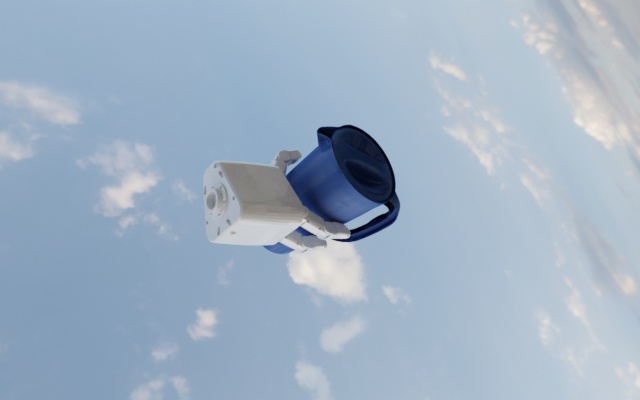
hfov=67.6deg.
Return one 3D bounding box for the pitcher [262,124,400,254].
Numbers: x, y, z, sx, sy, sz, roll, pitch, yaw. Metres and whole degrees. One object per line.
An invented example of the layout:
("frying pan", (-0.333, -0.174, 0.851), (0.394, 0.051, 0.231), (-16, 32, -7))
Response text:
("pitcher", (0.000, 0.002, 0.777), (0.145, 0.149, 0.243), (3, -29, -45))
